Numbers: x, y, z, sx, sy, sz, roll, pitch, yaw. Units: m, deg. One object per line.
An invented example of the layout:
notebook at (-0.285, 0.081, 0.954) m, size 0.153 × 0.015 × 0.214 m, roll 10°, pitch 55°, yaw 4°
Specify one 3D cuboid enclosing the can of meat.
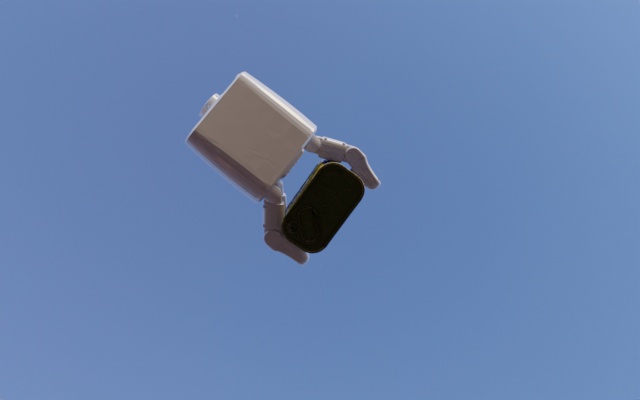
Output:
can of meat at (0.000, 0.002, 0.558) m, size 0.057 × 0.102 × 0.084 m, roll 35°, pitch 6°, yaw -9°
